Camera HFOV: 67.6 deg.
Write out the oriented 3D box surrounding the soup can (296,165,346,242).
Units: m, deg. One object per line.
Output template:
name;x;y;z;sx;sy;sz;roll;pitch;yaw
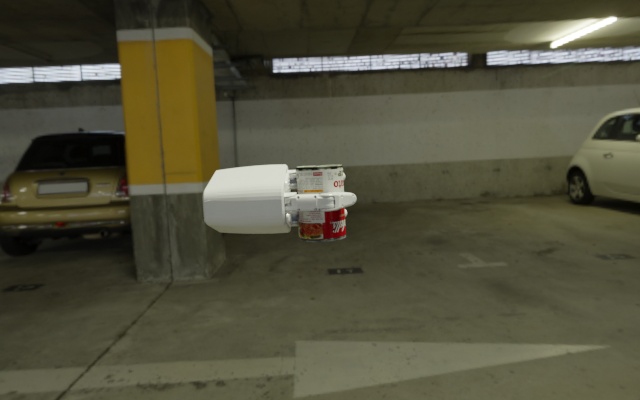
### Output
soup can;0.001;0.002;0.671;0.068;0.102;0.068;-3;6;0
